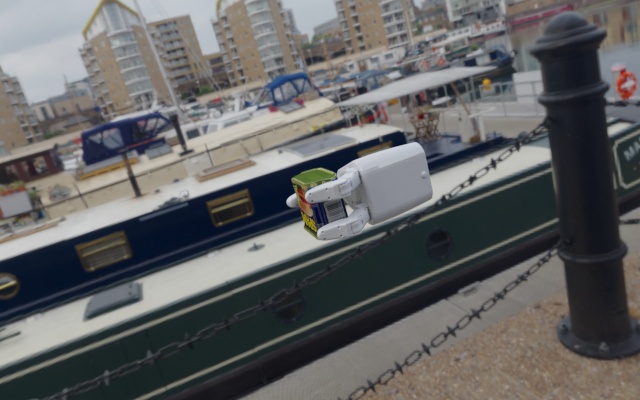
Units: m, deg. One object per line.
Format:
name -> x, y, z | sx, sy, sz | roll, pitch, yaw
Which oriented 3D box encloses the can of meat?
can of meat -> 0.000, 0.002, 0.700 | 0.057, 0.084, 0.102 | -19, 15, -14
